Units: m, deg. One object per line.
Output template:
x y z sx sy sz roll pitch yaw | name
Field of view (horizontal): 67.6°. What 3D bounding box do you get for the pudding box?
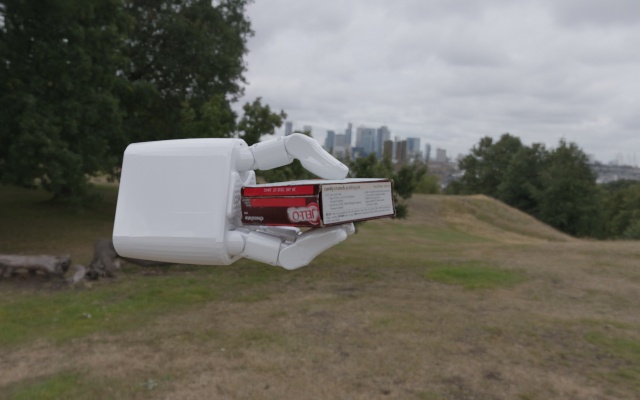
0.000 0.001 0.422 0.090 0.039 0.113 1 6 39 | pudding box
